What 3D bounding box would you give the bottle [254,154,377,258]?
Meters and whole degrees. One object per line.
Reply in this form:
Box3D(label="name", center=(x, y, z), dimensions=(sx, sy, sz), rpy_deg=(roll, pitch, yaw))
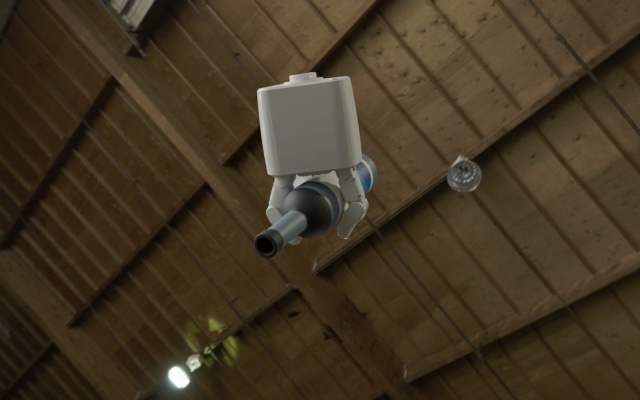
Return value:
Box3D(label="bottle", center=(0.000, 0.002, 0.617), dimensions=(0.069, 0.069, 0.295), rpy_deg=(0, 18, 24))
